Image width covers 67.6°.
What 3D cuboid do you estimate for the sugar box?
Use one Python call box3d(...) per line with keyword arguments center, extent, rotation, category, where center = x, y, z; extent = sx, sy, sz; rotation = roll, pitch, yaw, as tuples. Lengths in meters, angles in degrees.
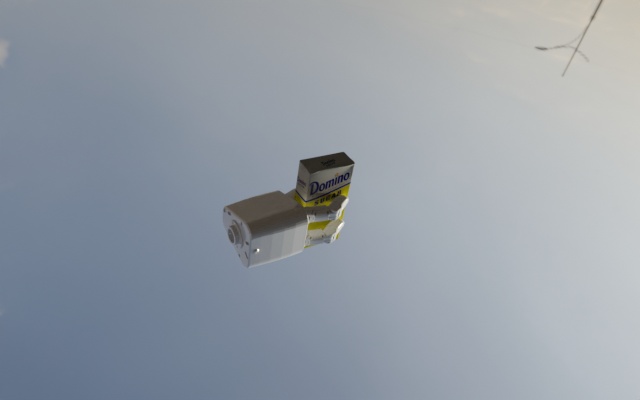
box3d(center=(0.000, 0.003, 0.858), extent=(0.093, 0.176, 0.048), rotation=(-14, 45, -28), category="sugar box")
